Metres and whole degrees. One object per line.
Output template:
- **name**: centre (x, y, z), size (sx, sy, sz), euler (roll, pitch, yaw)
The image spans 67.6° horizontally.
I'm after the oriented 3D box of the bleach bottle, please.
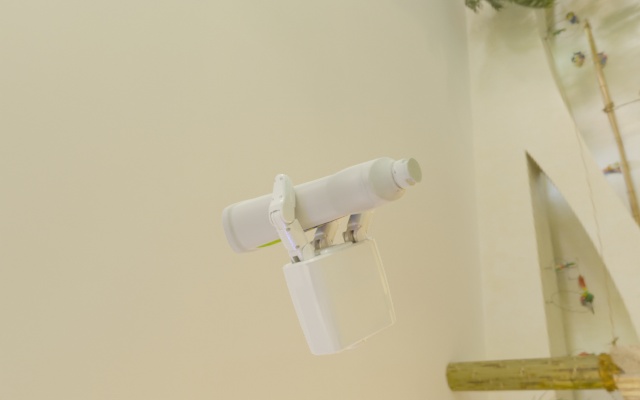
- **bleach bottle**: centre (0.000, 0.002, 0.568), size (0.251, 0.068, 0.102), euler (-19, -2, 38)
